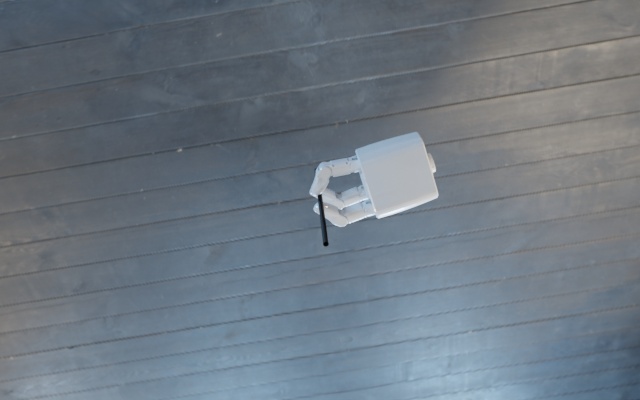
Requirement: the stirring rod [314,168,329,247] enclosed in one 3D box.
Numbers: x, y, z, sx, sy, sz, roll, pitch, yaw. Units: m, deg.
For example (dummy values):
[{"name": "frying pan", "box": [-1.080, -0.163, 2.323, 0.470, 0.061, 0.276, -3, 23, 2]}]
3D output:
[{"name": "stirring rod", "box": [0.000, 0.002, 0.769, 0.011, 0.011, 0.239, 0, 29, -4]}]
